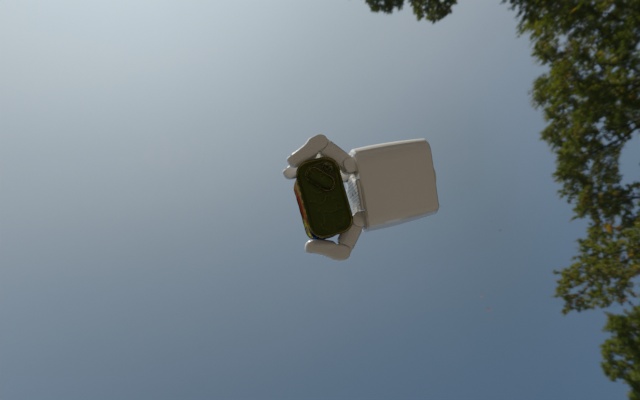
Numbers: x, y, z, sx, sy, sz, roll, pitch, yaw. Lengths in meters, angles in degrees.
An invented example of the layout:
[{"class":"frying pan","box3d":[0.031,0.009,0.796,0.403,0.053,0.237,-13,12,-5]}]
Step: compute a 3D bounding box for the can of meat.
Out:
[{"class":"can of meat","box3d":[0.000,0.002,0.643,0.057,0.102,0.084,-14,-8,-10]}]
